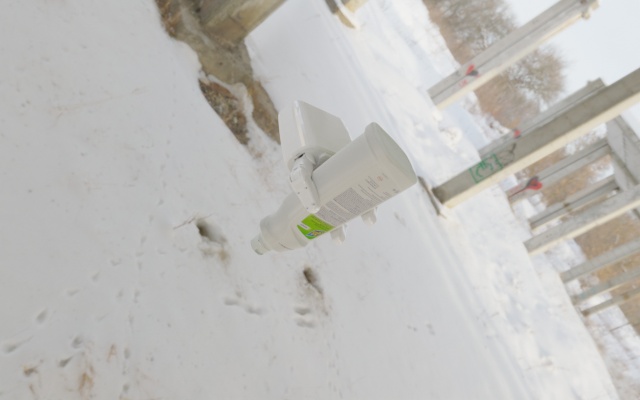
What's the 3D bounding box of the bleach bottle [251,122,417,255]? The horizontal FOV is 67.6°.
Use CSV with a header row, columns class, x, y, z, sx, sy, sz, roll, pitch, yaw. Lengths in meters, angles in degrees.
class,x,y,z,sx,sy,sz,roll,pitch,yaw
bleach bottle,0.000,0.002,0.651,0.251,0.068,0.103,-32,-42,21
